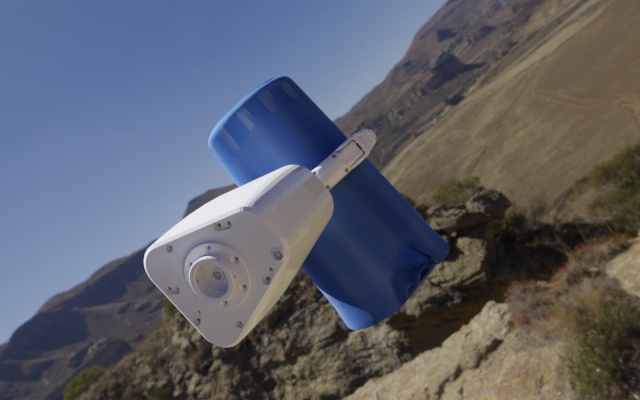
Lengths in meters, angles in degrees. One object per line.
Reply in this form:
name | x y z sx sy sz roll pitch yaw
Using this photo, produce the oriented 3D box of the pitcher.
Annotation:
pitcher | 0.000 0.002 0.493 0.149 0.243 0.145 -39 4 25
